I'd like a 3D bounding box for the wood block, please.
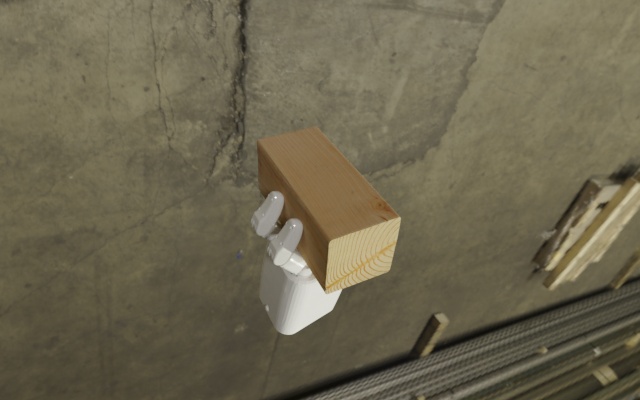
[{"bbox_3d":[0.000,0.002,0.596,0.091,0.090,0.206,-16,44,-22],"label":"wood block"}]
